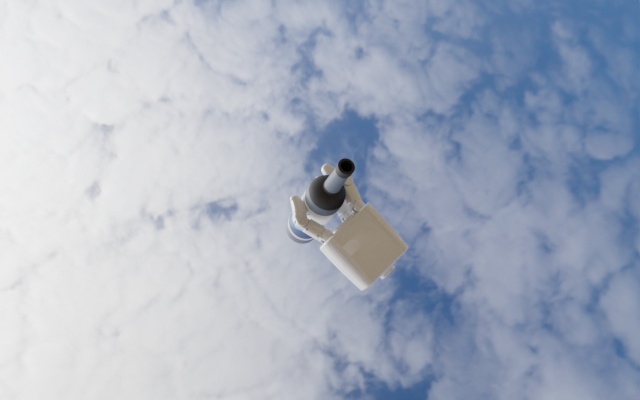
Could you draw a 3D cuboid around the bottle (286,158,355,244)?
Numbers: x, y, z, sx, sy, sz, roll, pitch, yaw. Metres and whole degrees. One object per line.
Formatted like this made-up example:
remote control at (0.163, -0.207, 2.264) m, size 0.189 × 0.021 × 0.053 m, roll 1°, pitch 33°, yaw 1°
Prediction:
bottle at (0.000, 0.003, 0.847) m, size 0.069 × 0.069 × 0.296 m, roll 0°, pitch -22°, yaw -17°
